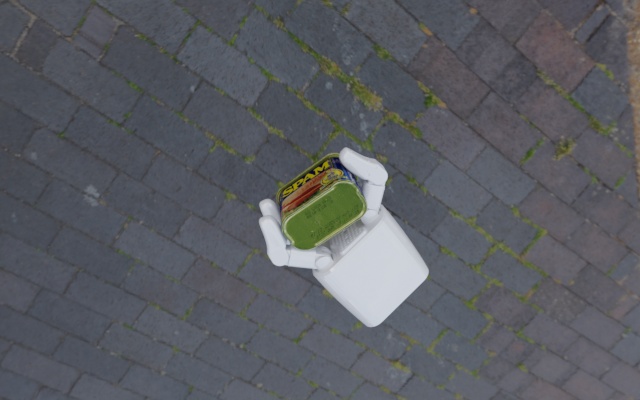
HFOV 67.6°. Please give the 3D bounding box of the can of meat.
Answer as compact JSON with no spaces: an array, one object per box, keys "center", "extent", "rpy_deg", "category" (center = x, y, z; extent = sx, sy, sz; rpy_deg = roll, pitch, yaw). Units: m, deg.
[{"center":[0.000,0.002,0.551],"extent":[0.102,0.057,0.084],"rpy_deg":[-34,24,9],"category":"can of meat"}]
